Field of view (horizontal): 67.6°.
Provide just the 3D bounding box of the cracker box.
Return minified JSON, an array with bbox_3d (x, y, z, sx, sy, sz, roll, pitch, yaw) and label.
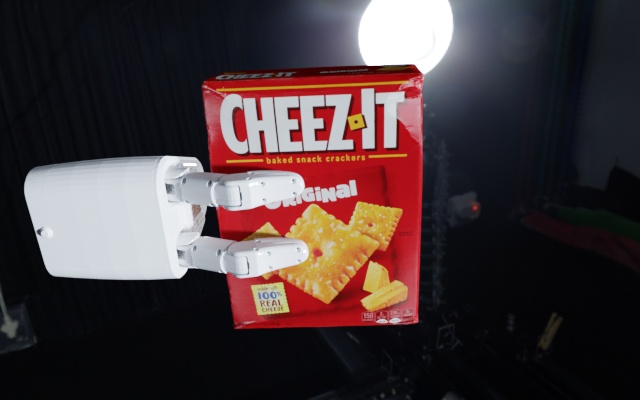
[{"bbox_3d":[0.000,0.001,0.401,0.164,0.214,0.072,-2,21,4],"label":"cracker box"}]
